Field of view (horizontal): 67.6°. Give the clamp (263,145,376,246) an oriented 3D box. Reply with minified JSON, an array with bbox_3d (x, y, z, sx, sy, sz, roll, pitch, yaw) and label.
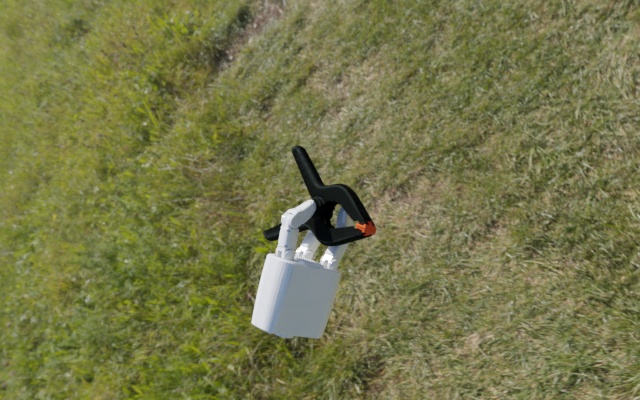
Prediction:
[{"bbox_3d":[0.000,0.003,0.733,0.210,0.164,0.036,13,0,43],"label":"clamp"}]
